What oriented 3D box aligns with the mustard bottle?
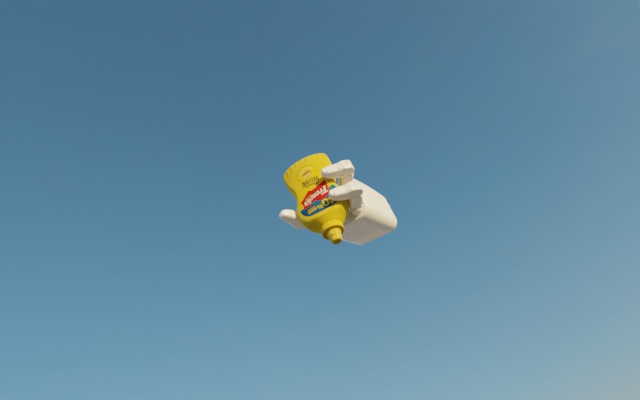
[{"bbox_3d":[0.000,0.003,0.875,0.096,0.191,0.058,-27,-39,5],"label":"mustard bottle"}]
